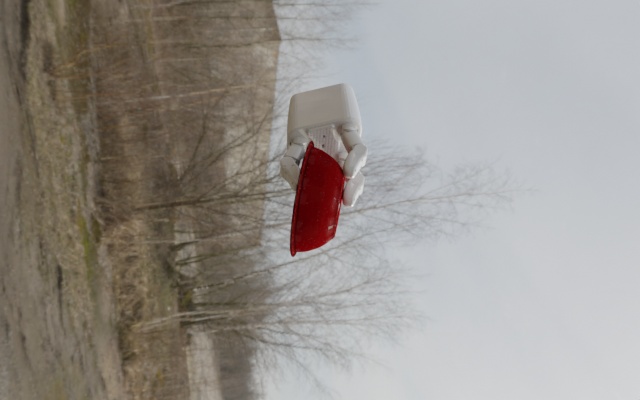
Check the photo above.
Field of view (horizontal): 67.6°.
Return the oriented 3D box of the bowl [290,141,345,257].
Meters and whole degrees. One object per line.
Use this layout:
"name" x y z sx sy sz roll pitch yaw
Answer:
"bowl" 0.000 0.003 0.657 0.055 0.162 0.162 10 1 4
